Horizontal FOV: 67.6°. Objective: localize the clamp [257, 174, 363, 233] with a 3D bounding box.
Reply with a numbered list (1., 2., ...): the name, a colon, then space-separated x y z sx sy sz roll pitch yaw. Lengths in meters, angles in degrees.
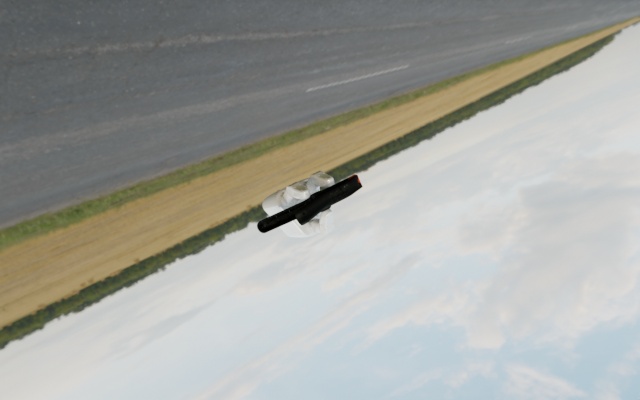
1. clamp: 0.001 0.003 0.863 0.210 0.036 0.164 -27 7 -25
